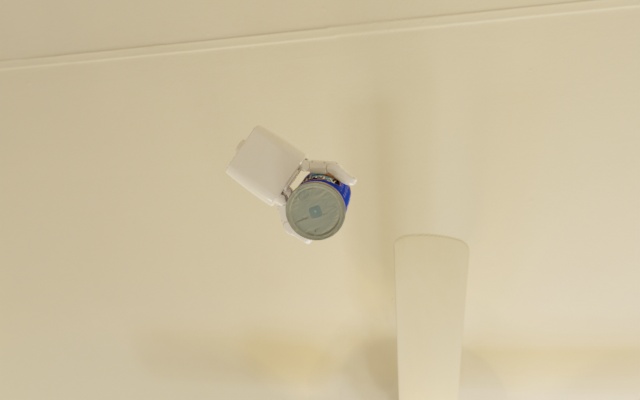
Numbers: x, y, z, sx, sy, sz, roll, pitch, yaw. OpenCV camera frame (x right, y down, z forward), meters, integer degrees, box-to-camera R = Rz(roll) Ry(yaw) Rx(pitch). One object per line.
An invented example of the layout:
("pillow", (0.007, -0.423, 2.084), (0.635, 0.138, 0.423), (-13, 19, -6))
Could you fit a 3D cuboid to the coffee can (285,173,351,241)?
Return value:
("coffee can", (0.000, 0.003, 0.869), (0.103, 0.103, 0.140), (0, 14, 8))
